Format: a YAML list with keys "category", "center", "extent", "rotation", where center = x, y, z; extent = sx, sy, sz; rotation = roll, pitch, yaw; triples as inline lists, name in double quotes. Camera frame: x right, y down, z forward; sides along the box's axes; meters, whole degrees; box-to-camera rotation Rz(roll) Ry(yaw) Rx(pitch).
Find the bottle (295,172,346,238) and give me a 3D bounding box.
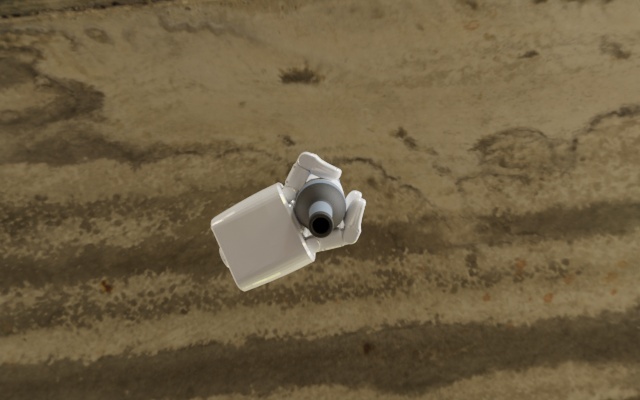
- category: "bottle"
  center: [0.000, 0.002, 0.650]
  extent: [0.069, 0.069, 0.295]
  rotation: [0, 10, 0]
